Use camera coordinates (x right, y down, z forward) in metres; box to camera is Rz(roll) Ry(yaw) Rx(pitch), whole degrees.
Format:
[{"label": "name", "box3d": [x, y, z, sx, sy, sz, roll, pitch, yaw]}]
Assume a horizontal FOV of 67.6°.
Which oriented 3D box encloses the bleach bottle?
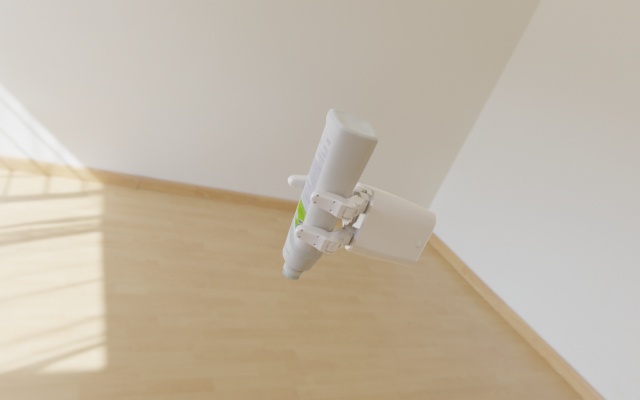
[{"label": "bleach bottle", "box3d": [0.000, 0.002, 0.688, 0.068, 0.251, 0.102, 18, 23, -14]}]
